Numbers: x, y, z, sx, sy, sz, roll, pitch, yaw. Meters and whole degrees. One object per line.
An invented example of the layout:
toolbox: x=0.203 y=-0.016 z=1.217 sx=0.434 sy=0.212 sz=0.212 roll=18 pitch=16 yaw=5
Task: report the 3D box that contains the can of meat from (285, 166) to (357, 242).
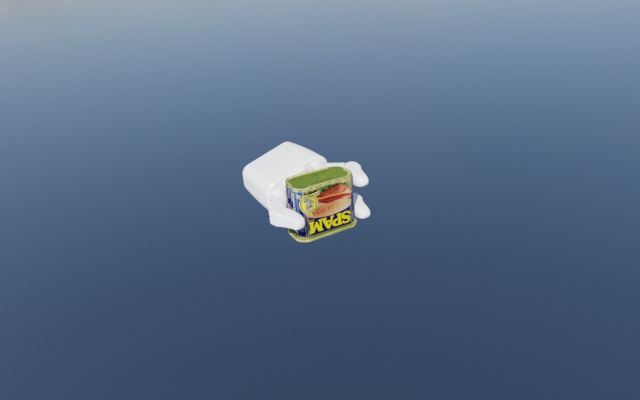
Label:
can of meat: x=0.000 y=0.002 z=0.698 sx=0.102 sy=0.084 sz=0.057 roll=-17 pitch=29 yaw=-23
